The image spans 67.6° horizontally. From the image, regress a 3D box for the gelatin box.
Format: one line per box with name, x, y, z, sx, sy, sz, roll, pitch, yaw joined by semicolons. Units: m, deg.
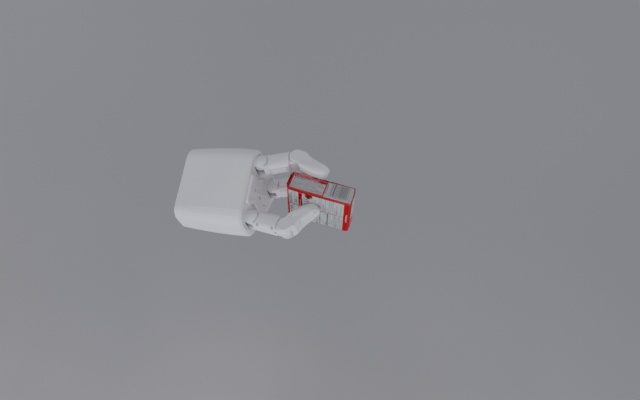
gelatin box;0.000;0.003;0.642;0.089;0.030;0.073;16;-31;9
